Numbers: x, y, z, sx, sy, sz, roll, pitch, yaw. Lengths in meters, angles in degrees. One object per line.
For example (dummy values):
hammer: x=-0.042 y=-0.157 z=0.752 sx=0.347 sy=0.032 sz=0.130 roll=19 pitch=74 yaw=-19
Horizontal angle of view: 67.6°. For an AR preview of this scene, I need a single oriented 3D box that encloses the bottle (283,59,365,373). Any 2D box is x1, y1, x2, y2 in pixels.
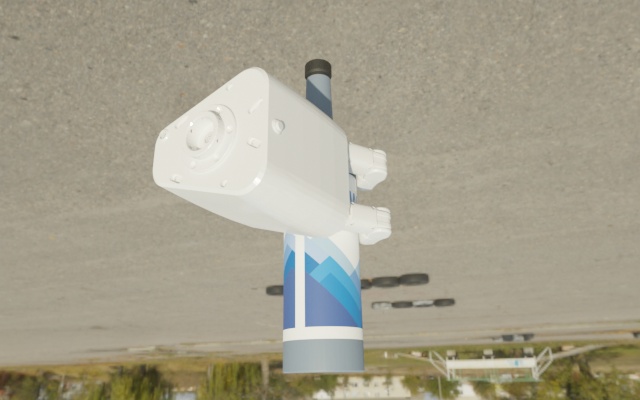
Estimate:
bottle: x=0.000 y=0.002 z=0.438 sx=0.069 sy=0.295 sz=0.069 roll=-1 pitch=-20 yaw=0
